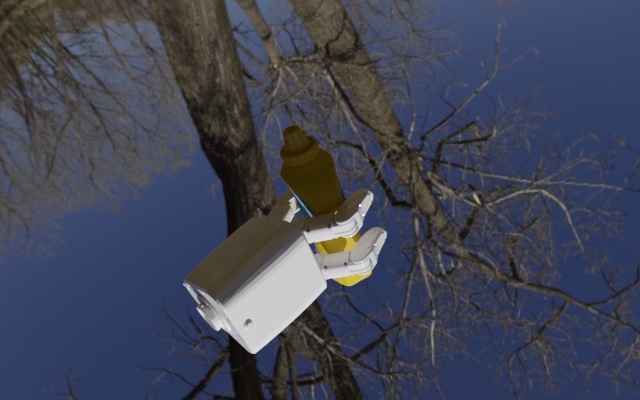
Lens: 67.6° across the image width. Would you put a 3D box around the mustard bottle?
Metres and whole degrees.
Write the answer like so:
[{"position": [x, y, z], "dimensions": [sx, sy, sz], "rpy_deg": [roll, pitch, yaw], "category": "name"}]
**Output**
[{"position": [0.000, 0.002, 0.536], "dimensions": [0.058, 0.192, 0.096], "rpy_deg": [-27, 34, -6], "category": "mustard bottle"}]
